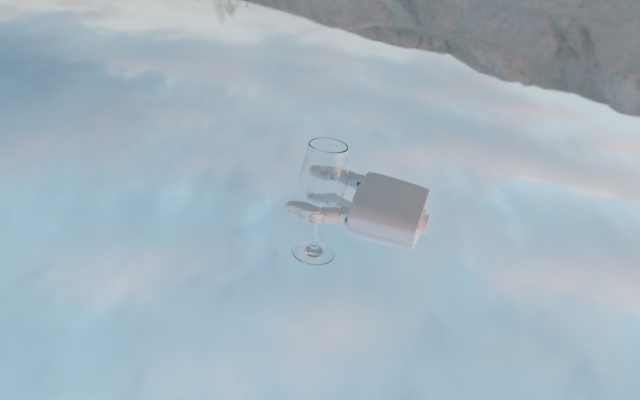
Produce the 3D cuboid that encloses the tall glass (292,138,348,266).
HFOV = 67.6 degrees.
[{"bbox_3d":[0.000,0.003,0.775,0.079,0.201,0.079,6,27,-3],"label":"tall glass"}]
